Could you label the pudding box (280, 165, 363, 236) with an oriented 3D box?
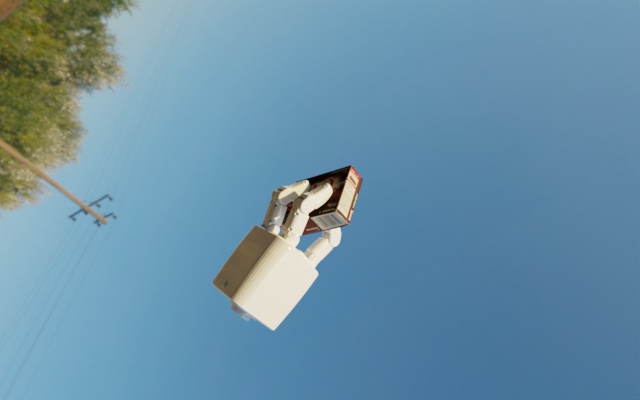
[{"bbox_3d":[0.000,0.002,0.707,0.113,0.090,0.039,-13,-47,36],"label":"pudding box"}]
